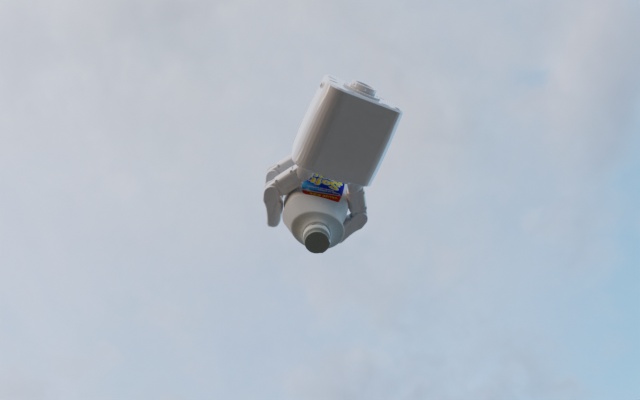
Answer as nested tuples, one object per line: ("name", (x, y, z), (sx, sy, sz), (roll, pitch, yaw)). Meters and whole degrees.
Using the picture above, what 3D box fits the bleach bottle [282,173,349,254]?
("bleach bottle", (0.000, 0.002, 0.646), (0.102, 0.068, 0.250), (22, 20, -11))
